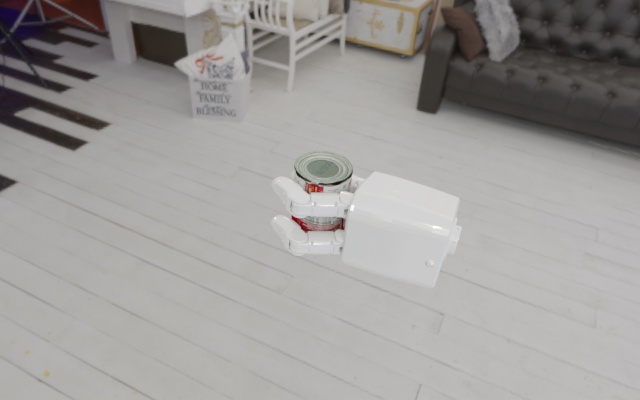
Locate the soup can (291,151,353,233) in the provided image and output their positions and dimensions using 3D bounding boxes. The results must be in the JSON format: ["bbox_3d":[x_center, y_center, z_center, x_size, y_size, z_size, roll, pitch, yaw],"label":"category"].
[{"bbox_3d":[0.000,0.001,0.561,0.068,0.102,0.068,3,38,-2],"label":"soup can"}]
